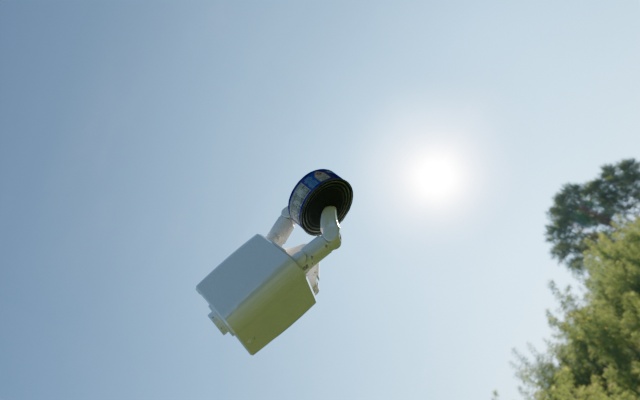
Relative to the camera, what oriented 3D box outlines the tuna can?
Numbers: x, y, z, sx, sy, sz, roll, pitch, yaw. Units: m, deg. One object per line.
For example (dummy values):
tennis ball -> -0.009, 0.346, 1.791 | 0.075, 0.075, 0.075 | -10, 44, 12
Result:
tuna can -> 0.000, 0.002, 0.629 | 0.086, 0.086, 0.033 | 0, 29, -43
